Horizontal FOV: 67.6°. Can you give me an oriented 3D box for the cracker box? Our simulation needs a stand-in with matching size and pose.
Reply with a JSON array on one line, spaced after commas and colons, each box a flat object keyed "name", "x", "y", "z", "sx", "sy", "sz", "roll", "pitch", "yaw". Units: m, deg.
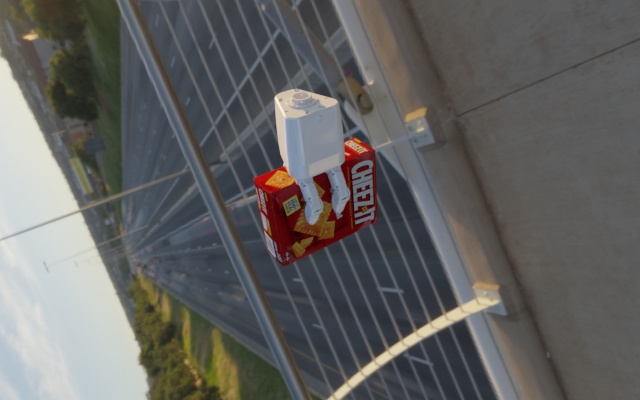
[{"name": "cracker box", "x": 0.000, "y": 0.003, "z": 0.857, "sx": 0.213, "sy": 0.164, "sz": 0.072, "roll": -23, "pitch": 38, "yaw": -23}]
